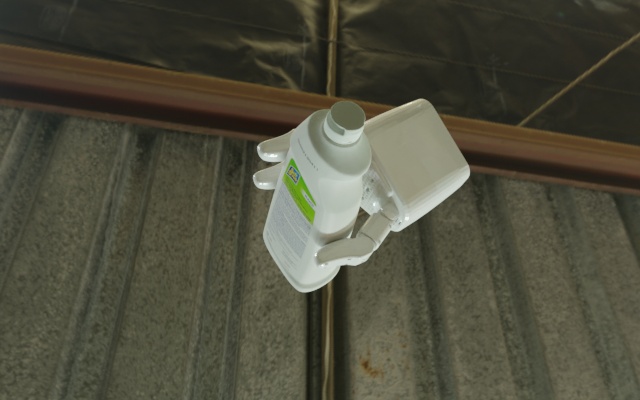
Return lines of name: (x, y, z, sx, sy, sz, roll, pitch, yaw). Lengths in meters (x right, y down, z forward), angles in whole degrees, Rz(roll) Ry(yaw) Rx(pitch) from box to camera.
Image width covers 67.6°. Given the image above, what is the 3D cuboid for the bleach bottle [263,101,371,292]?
bleach bottle: (0.000, 0.002, 0.471, 0.068, 0.102, 0.251, -29, -19, -26)
